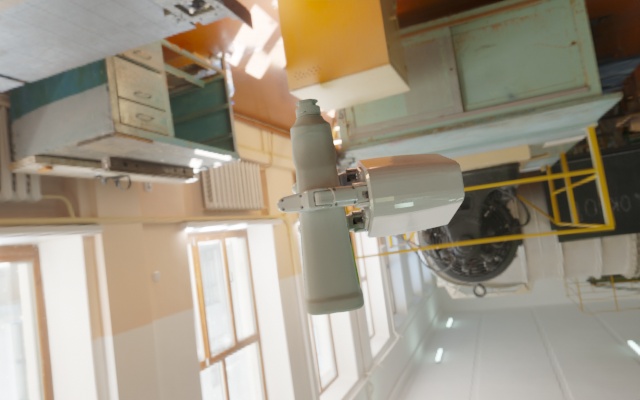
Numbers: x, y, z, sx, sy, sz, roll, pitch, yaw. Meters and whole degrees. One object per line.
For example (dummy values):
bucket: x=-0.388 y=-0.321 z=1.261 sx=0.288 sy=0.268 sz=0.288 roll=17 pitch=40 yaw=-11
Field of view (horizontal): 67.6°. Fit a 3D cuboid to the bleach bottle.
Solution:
bleach bottle: x=0.000 y=0.002 z=0.571 sx=0.068 sy=0.251 sz=0.102 roll=-8 pitch=-4 yaw=-1
